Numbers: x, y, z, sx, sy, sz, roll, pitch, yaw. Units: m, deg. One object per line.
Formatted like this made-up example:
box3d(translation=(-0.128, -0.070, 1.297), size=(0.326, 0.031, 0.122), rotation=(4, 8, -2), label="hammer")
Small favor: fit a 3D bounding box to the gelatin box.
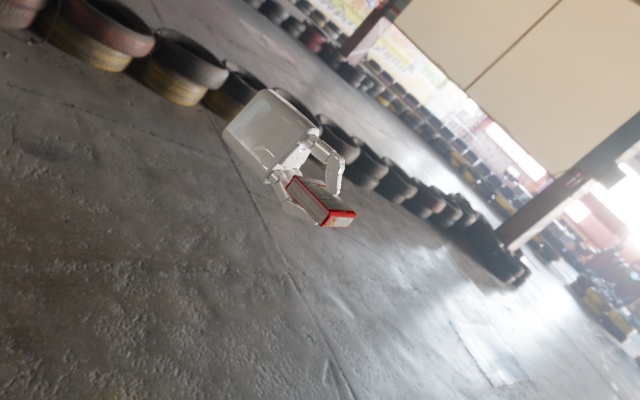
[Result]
box3d(translation=(0.001, 0.002, 0.707), size=(0.089, 0.030, 0.073), rotation=(45, 20, 28), label="gelatin box")
